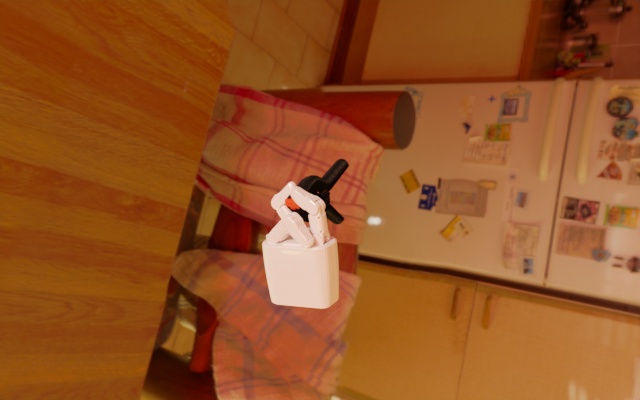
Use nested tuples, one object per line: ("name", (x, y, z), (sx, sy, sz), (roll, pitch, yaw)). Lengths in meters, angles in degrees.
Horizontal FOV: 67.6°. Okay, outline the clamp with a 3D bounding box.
("clamp", (0.001, 0.003, 0.822), (0.039, 0.120, 0.171), (6, 20, 35))
